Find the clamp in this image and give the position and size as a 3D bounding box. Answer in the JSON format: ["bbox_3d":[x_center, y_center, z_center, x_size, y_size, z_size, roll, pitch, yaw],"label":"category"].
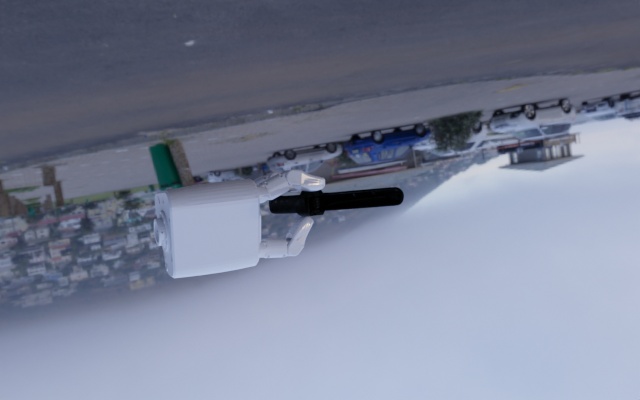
[{"bbox_3d":[0.000,0.003,0.667,0.164,0.036,0.210,-4,1,-29],"label":"clamp"}]
